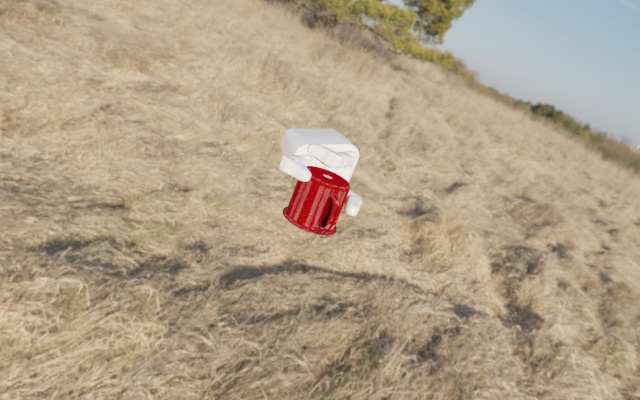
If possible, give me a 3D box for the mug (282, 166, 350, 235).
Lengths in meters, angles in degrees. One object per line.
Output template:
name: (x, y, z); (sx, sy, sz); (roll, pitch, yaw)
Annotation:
mug: (0.001, 0.003, 0.745); (0.093, 0.081, 0.117); (13, 21, -25)
